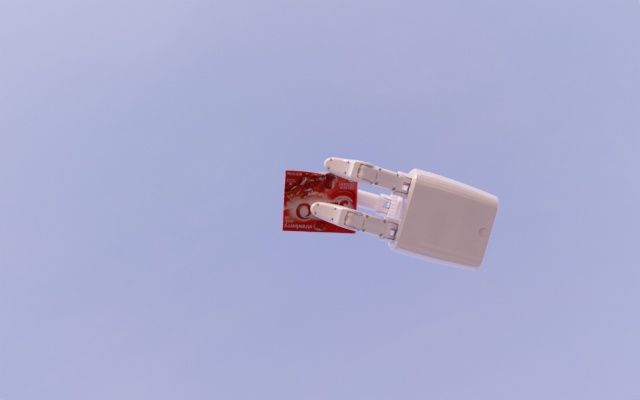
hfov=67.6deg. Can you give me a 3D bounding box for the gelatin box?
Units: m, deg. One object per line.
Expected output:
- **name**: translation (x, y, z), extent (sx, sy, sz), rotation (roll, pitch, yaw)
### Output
- **gelatin box**: translation (0.000, 0.002, 0.576), extent (0.089, 0.073, 0.030), rotation (3, 1, 1)
